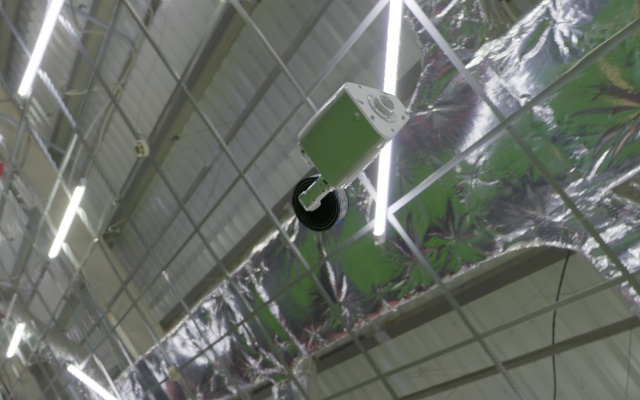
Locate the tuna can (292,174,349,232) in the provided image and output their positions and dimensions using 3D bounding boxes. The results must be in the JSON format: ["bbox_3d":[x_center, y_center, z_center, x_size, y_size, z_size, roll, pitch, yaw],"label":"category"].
[{"bbox_3d":[0.000,0.002,0.733,0.086,0.086,0.033,0,14,35],"label":"tuna can"}]
